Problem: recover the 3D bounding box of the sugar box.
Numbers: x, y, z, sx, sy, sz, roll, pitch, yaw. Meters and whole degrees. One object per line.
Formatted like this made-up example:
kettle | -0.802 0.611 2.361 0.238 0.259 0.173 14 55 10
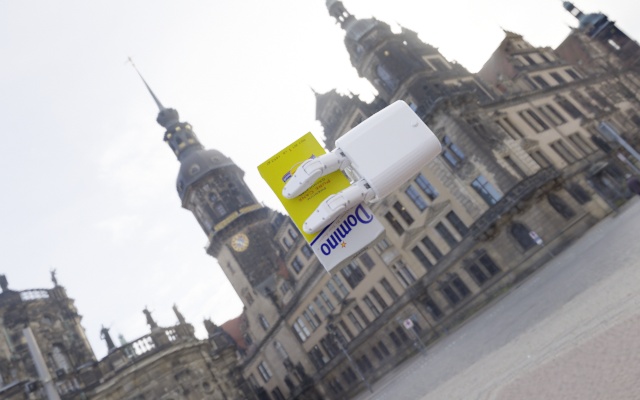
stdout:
sugar box | 0.000 0.002 0.640 0.093 0.176 0.048 -35 -20 -5
